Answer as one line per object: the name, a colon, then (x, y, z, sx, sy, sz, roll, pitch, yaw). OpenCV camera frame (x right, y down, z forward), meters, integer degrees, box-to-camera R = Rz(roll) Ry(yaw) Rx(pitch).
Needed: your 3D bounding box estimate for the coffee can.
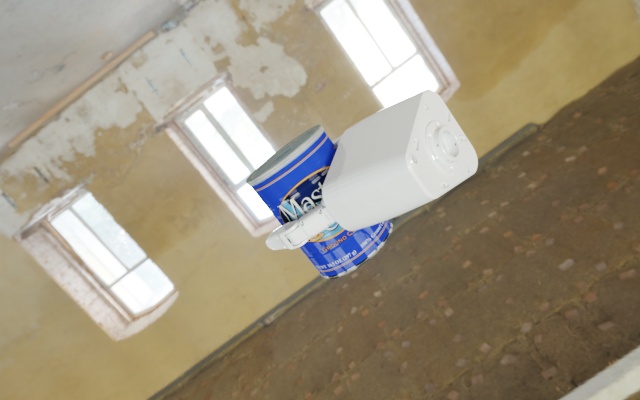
coffee can: (0.000, 0.002, 0.535, 0.103, 0.140, 0.102, -35, 13, 10)
